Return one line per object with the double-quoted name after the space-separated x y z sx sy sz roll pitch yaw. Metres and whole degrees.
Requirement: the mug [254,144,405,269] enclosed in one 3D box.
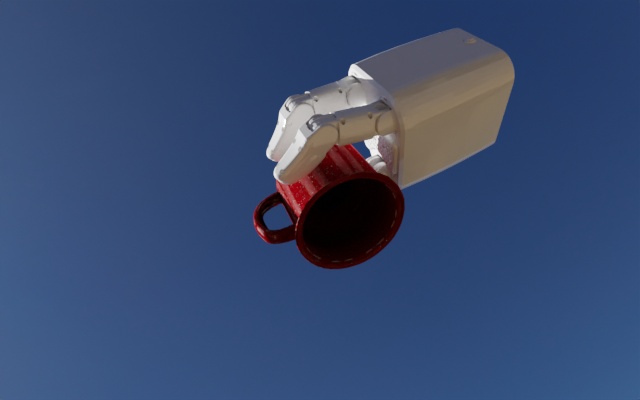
-0.001 0.002 0.402 0.117 0.093 0.081 -22 39 -9 "mug"
